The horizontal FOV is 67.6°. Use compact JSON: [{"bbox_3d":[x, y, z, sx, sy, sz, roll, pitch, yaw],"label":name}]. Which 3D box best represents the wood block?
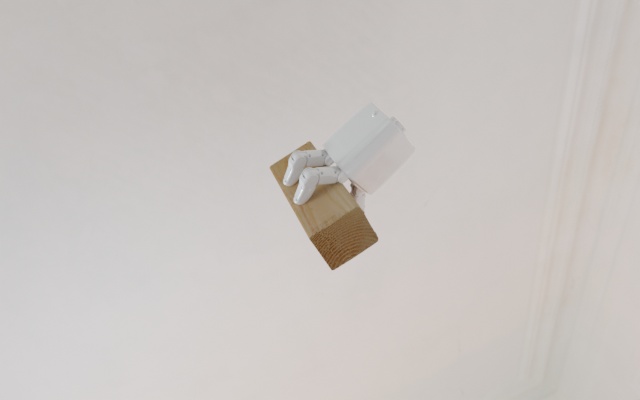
[{"bbox_3d":[0.001,0.002,0.789,0.090,0.091,0.206,-33,41,0],"label":"wood block"}]
